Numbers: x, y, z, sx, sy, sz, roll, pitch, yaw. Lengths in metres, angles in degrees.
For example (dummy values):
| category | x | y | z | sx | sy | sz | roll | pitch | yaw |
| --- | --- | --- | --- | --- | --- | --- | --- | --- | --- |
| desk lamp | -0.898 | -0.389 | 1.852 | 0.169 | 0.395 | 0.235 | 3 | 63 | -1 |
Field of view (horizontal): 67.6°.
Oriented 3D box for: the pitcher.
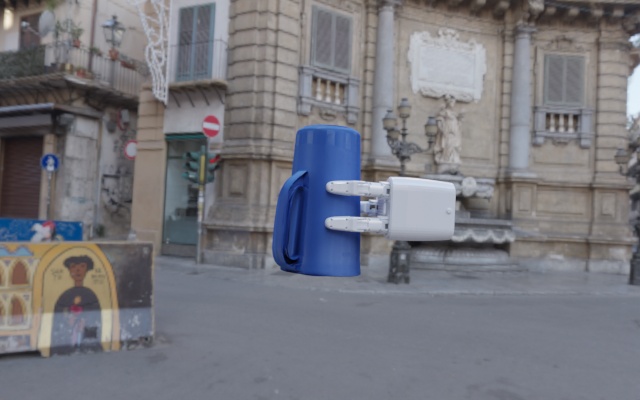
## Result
| category | x | y | z | sx | sy | sz | roll | pitch | yaw |
| --- | --- | --- | --- | --- | --- | --- | --- | --- | --- |
| pitcher | 0.000 | 0.003 | 0.782 | 0.145 | 0.243 | 0.149 | 3 | -2 | -3 |
